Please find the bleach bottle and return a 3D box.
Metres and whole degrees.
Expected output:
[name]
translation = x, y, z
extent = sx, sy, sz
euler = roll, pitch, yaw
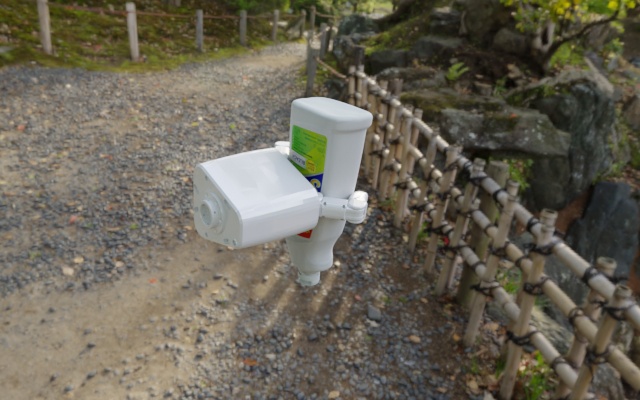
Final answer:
[bleach bottle]
translation = 0.000, 0.002, 0.615
extent = 0.068, 0.251, 0.102
euler = -16, 32, -38
